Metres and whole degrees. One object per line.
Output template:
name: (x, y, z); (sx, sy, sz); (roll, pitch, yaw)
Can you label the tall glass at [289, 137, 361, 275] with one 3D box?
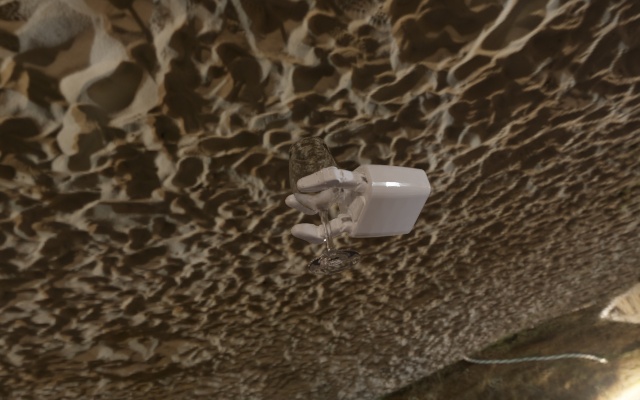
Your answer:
tall glass: (0.000, 0.003, 0.704); (0.079, 0.201, 0.079); (-10, -30, -6)
